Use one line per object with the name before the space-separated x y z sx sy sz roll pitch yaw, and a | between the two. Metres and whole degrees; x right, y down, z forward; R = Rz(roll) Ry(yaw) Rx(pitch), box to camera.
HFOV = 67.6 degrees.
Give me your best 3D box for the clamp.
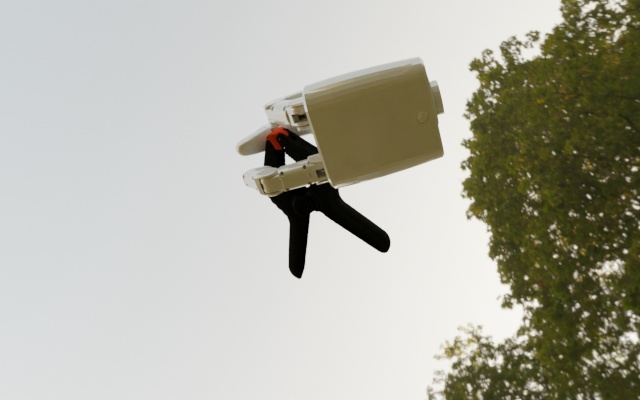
clamp | 0.000 0.001 0.501 0.120 0.171 0.039 -14 23 13
